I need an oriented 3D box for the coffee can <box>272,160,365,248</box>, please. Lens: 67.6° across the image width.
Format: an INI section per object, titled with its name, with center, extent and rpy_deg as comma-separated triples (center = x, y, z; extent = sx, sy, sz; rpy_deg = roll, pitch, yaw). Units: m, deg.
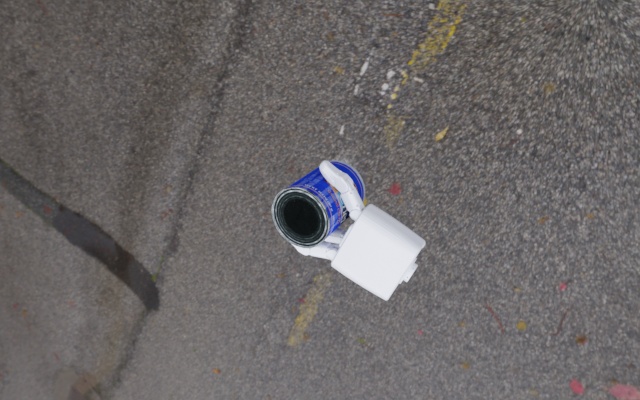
[coffee can]
center = 0.000, 0.002, 0.787
extent = 0.103, 0.103, 0.140
rpy_deg = 0, 21, 30
